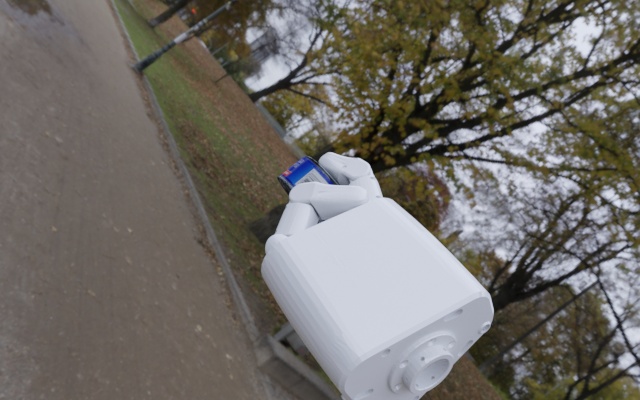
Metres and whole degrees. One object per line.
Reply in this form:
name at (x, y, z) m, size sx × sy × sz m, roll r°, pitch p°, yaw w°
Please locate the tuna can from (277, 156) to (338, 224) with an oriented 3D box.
tuna can at (0.000, 0.001, 0.438) m, size 0.034 × 0.086 × 0.086 m, roll -40°, pitch 5°, yaw -6°
